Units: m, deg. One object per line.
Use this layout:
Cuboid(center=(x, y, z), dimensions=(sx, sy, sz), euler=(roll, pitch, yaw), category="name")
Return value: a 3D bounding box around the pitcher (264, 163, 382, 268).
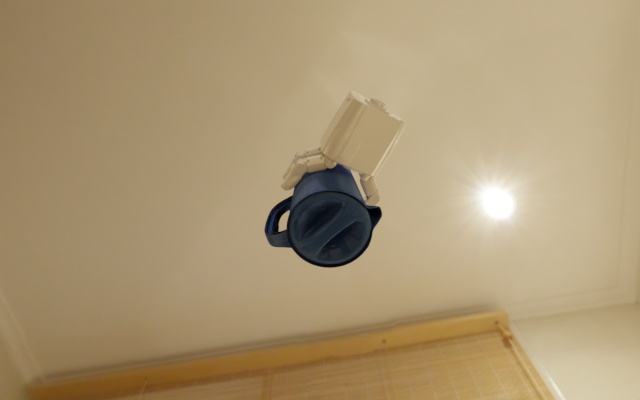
Cuboid(center=(0.000, 0.003, 0.830), dimensions=(0.149, 0.145, 0.242), euler=(25, 20, -12), category="pitcher")
